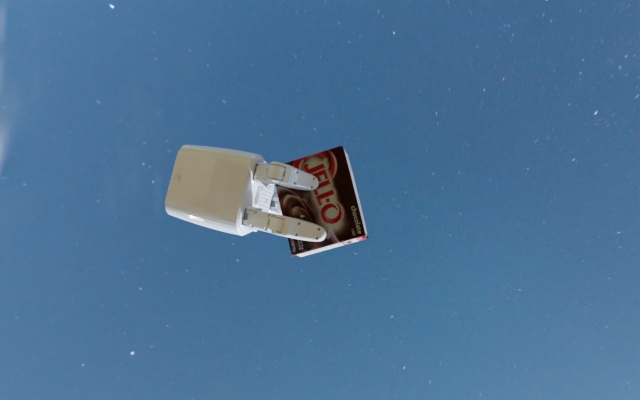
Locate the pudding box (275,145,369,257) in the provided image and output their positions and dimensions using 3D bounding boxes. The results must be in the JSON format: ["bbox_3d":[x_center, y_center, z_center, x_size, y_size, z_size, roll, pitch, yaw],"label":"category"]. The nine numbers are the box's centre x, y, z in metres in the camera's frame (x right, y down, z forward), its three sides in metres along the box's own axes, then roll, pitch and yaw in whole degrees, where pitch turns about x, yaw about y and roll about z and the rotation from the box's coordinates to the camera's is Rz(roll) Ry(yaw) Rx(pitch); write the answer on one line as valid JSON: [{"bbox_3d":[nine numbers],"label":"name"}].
[{"bbox_3d":[0.000,0.002,0.563,0.090,0.113,0.039,-17,-11,12],"label":"pudding box"}]
